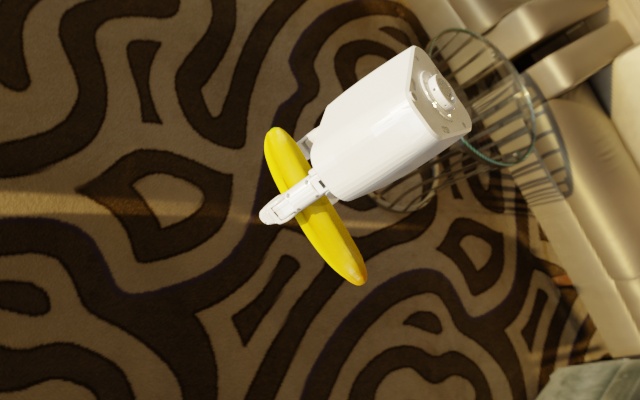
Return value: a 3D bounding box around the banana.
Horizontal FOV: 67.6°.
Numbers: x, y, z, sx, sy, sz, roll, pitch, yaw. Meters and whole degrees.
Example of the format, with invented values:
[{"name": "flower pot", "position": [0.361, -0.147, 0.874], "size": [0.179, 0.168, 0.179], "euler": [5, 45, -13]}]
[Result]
[{"name": "banana", "position": [-0.009, -0.001, 0.483], "size": [0.037, 0.197, 0.069], "euler": [-32, -12, 19]}]
